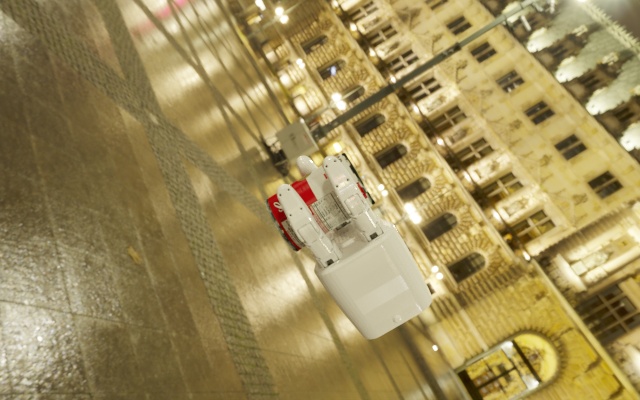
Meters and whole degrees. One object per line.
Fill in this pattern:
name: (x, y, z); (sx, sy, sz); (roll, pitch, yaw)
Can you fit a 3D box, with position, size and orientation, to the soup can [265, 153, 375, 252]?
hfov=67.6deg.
soup can: (0.000, 0.001, 0.523); (0.102, 0.068, 0.068); (-31, -3, 5)
